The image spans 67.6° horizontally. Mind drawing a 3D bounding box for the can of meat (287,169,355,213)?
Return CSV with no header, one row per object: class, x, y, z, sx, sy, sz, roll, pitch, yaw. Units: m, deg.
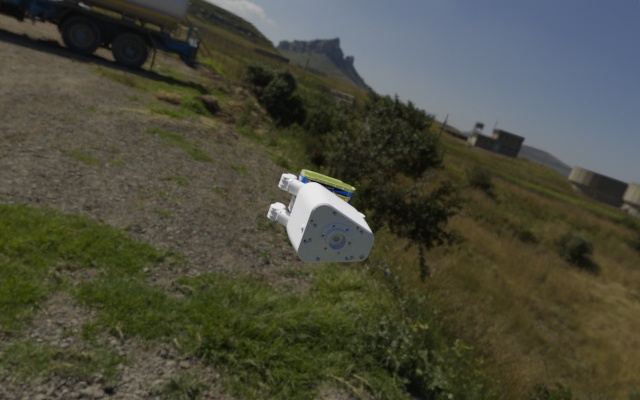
can of meat,0.000,0.002,0.815,0.102,0.084,0.057,17,12,-12
